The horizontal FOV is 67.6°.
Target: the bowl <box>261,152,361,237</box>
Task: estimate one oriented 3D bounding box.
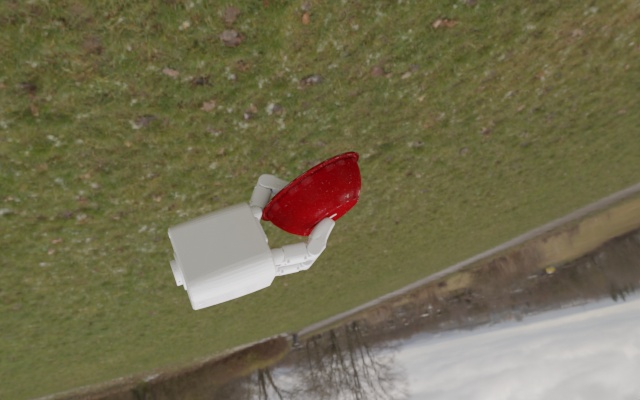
[{"bbox_3d":[0.001,0.002,0.660,0.162,0.055,0.162,-33,-11,-7],"label":"bowl"}]
